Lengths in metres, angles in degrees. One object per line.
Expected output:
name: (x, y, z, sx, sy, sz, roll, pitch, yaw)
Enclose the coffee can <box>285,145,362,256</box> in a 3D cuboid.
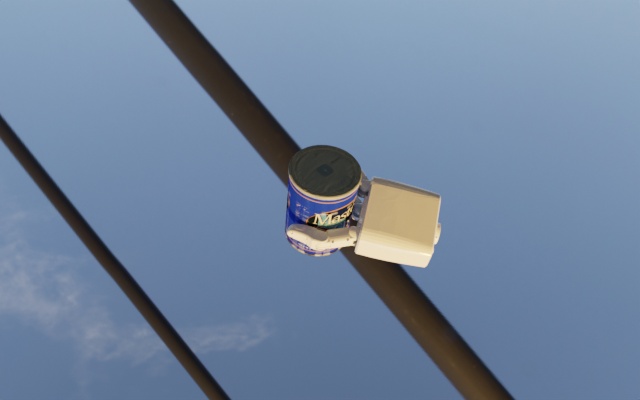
coffee can: (0.000, 0.002, 0.715, 0.103, 0.102, 0.140, 0, -40, -7)
